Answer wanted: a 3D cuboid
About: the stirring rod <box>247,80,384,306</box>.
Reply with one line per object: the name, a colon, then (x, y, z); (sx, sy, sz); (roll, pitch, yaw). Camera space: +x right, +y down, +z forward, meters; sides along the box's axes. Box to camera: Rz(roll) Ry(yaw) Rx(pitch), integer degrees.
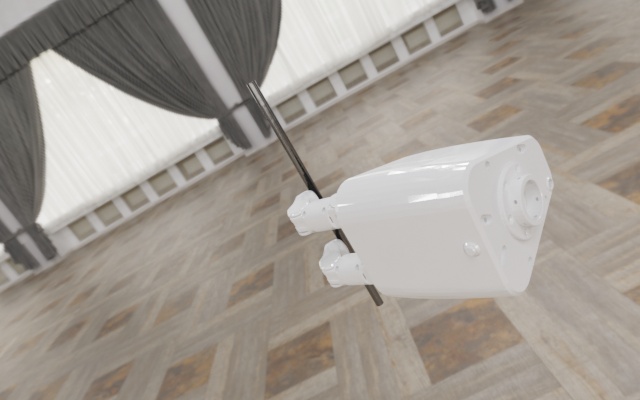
stirring rod: (0.000, 0.001, 0.432); (0.011, 0.239, 0.011); (-27, 17, 9)
